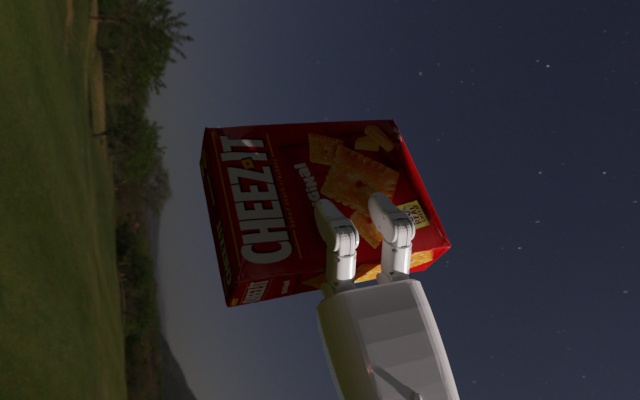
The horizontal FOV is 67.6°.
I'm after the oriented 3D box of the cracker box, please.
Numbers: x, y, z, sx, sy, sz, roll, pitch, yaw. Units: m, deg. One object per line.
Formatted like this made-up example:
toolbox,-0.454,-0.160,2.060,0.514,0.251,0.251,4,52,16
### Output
cracker box,0.000,0.002,0.481,0.213,0.164,0.072,-6,-29,-22
